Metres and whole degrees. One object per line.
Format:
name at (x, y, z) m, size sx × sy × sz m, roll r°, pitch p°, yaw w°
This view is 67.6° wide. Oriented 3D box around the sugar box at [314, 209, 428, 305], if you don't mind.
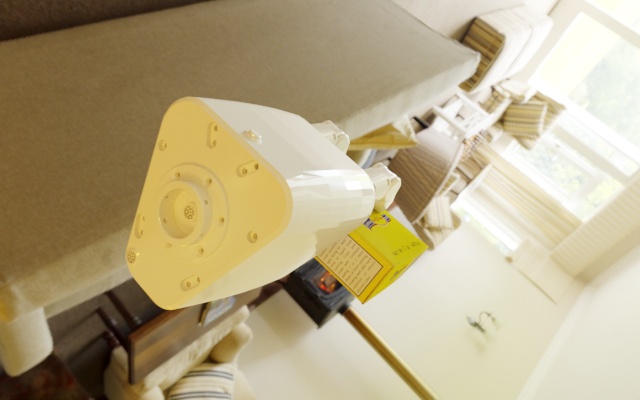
sugar box at (0.000, 0.001, 0.400) m, size 0.176 × 0.048 × 0.093 m, roll 44°, pitch 21°, yaw 17°
